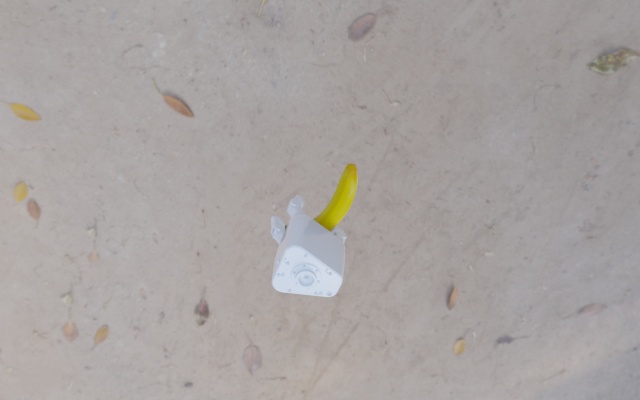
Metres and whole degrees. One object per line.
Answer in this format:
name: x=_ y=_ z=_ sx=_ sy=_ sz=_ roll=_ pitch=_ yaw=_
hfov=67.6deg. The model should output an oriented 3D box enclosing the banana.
banana: x=0.011 y=0.018 z=0.883 sx=0.198 sy=0.069 sz=0.037 roll=-42 pitch=11 yaw=21
